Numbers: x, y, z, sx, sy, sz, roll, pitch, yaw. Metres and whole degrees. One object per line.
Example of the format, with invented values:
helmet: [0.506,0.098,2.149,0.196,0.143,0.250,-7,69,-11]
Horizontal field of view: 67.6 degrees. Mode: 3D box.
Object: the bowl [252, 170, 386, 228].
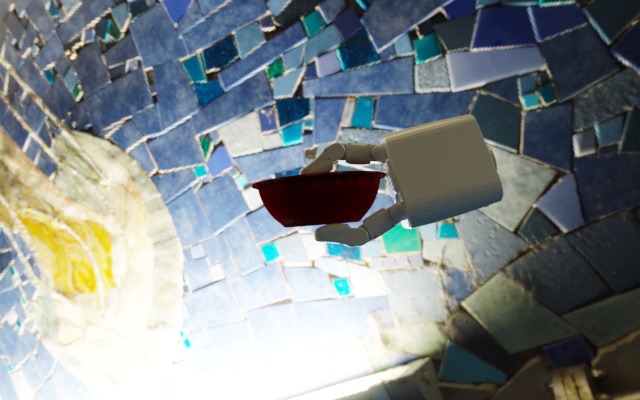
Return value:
bowl: [-0.001,0.002,0.572,0.162,0.055,0.162,-5,-3,0]
